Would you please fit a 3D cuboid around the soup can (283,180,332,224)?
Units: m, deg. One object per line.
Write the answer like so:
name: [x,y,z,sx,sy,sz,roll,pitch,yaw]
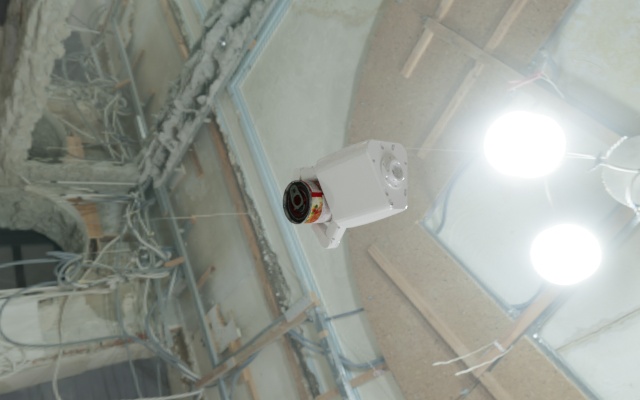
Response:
soup can: [0.000,0.003,0.762,0.102,0.068,0.068,0,0,-43]
